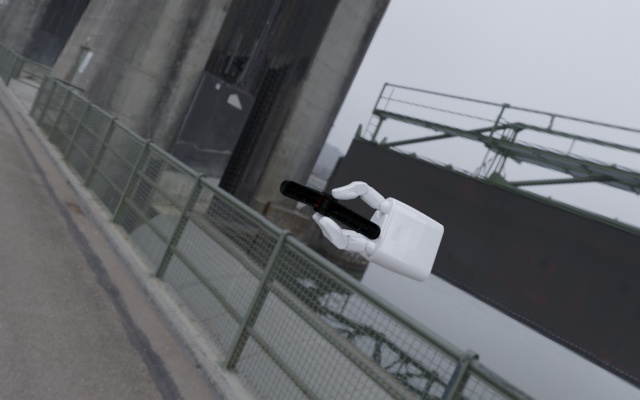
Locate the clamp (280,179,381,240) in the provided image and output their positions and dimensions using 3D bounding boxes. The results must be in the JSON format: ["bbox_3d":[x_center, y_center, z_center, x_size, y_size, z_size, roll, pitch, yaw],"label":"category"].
[{"bbox_3d":[0.001,0.002,0.786,0.164,0.036,0.210,28,2,-13],"label":"clamp"}]
